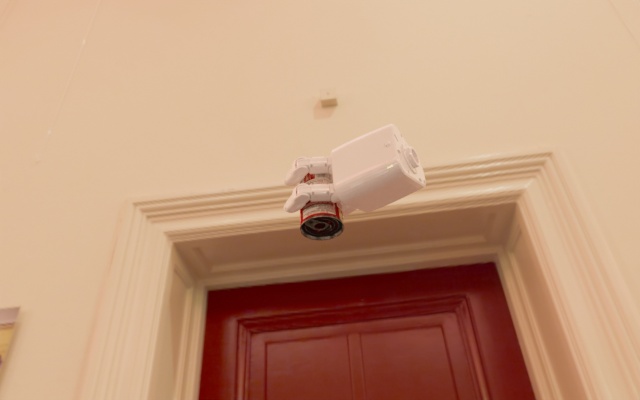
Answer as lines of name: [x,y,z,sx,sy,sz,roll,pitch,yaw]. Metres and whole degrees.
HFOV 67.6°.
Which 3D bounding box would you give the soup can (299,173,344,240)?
soup can: [0.000,0.002,0.757,0.068,0.102,0.069,-2,-36,-2]
